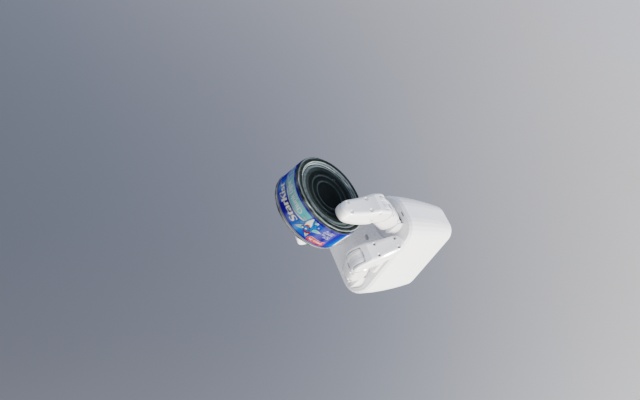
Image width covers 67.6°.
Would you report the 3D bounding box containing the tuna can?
[{"bbox_3d":[0.000,0.001,0.460,0.086,0.086,0.034,0,-30,-49],"label":"tuna can"}]
